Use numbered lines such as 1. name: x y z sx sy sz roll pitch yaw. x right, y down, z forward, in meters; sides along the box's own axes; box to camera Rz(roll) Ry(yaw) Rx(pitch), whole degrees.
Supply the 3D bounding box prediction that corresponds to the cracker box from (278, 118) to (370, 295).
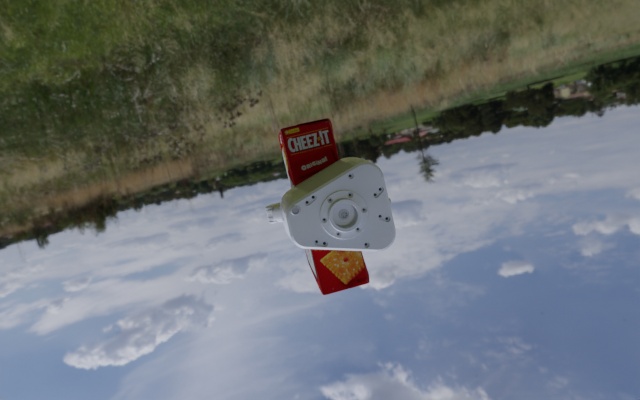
1. cracker box: 0.000 0.002 0.662 0.072 0.214 0.164 -14 7 -5
